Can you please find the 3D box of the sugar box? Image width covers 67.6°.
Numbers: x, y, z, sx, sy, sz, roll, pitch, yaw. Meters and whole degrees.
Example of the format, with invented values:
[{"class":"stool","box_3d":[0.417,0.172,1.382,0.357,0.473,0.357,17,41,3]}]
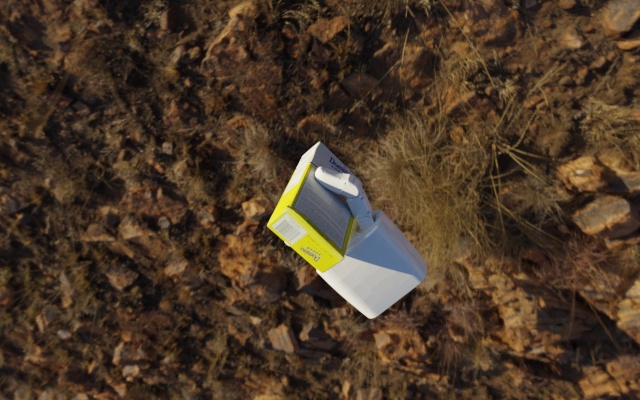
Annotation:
[{"class":"sugar box","box_3d":[0.000,0.002,0.621,0.048,0.093,0.176,-39,16,28]}]
